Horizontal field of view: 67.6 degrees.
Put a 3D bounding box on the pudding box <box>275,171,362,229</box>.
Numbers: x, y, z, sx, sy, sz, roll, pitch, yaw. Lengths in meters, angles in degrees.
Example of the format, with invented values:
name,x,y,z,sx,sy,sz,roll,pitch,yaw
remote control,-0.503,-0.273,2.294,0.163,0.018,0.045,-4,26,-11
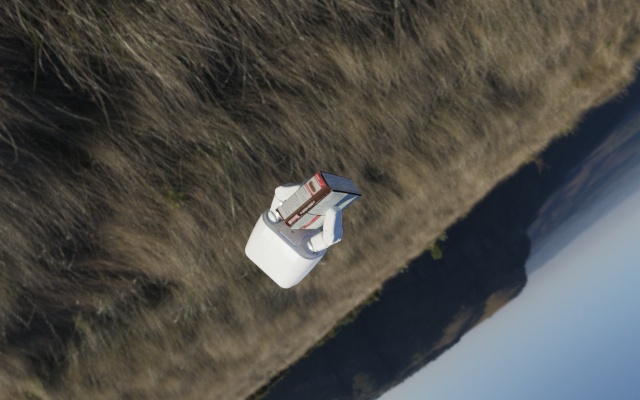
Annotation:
name,x,y,z,sx,sy,sz,roll,pitch,yaw
pudding box,0.000,0.002,0.706,0.090,0.039,0.113,-41,-18,18
